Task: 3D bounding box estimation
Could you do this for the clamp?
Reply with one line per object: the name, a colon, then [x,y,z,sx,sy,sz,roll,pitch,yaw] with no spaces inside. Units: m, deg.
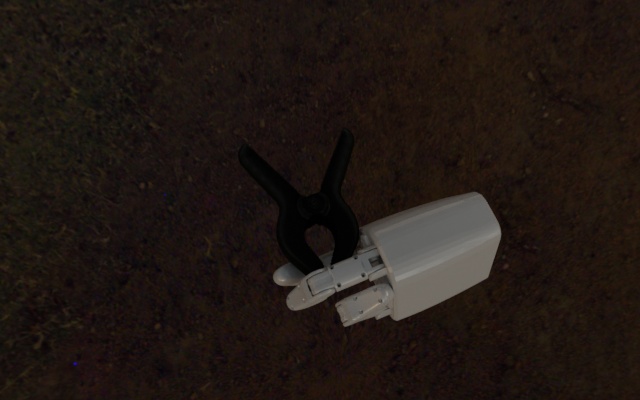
clamp: [0.000,0.001,0.469,0.120,0.171,0.039,-21,-18,-6]
